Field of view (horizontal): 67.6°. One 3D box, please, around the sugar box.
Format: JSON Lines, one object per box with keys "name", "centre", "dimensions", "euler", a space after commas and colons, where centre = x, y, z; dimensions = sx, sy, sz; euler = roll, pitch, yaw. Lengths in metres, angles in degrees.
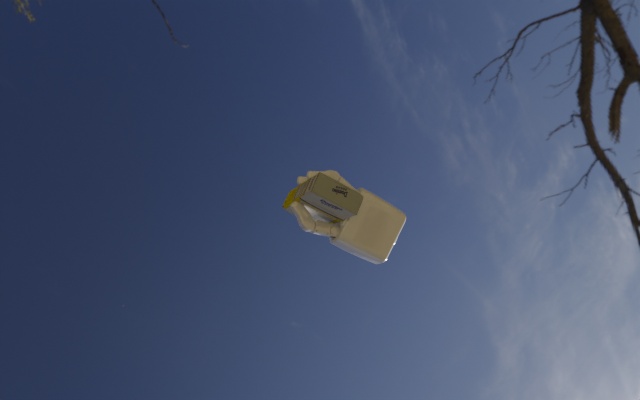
{"name": "sugar box", "centre": [0.000, 0.002, 0.879], "dimensions": [0.093, 0.048, 0.176], "euler": [27, -20, -15]}
